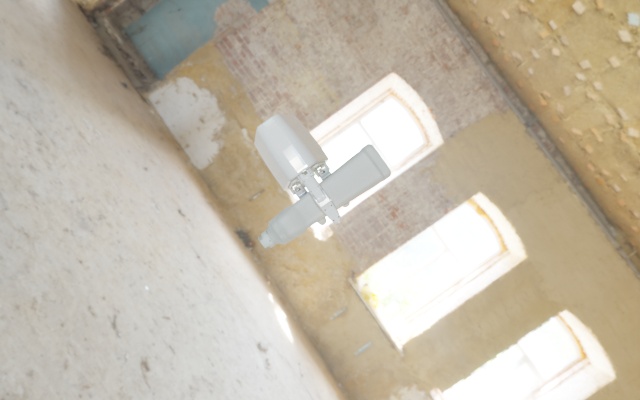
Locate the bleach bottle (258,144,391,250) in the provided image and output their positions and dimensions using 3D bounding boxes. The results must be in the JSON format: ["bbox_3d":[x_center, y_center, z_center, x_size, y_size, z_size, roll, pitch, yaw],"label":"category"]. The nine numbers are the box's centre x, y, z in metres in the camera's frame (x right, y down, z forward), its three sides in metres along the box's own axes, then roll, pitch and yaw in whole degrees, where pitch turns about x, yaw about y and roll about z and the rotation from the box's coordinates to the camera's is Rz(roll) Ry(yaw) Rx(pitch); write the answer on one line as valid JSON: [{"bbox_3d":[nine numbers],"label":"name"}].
[{"bbox_3d":[0.000,0.003,0.826,0.251,0.068,0.102,-35,-1,2],"label":"bleach bottle"}]
